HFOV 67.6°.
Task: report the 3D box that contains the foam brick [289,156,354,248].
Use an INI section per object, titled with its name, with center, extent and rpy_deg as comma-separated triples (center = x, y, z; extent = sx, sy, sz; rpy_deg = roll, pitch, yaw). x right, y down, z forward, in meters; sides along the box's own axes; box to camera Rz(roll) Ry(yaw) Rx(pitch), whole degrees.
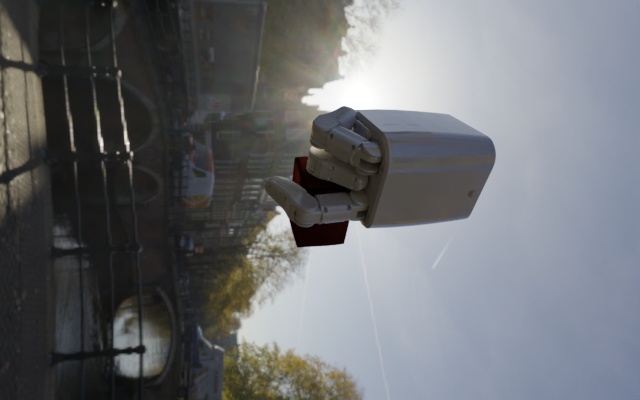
[foam brick]
center = 0.000, 0.002, 0.474
extent = 0.051, 0.078, 0.053
rpy_deg = -3, 43, -15
